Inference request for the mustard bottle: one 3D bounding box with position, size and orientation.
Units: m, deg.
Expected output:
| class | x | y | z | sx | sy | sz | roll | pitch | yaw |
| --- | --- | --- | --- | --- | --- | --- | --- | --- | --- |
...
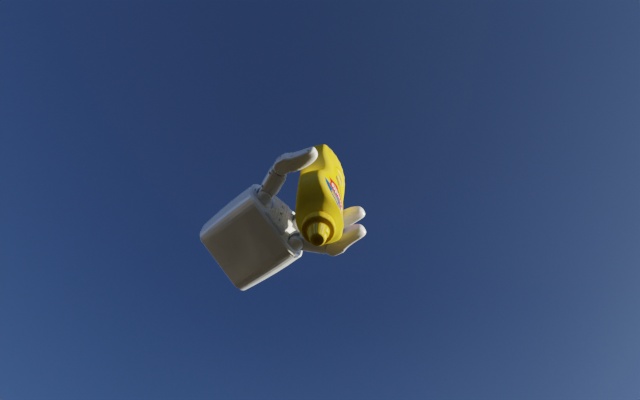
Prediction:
| class | x | y | z | sx | sy | sz | roll | pitch | yaw |
| --- | --- | --- | --- | --- | --- | --- | --- | --- | --- |
| mustard bottle | 0.000 | 0.002 | 0.629 | 0.058 | 0.096 | 0.191 | -12 | 26 | 9 |
